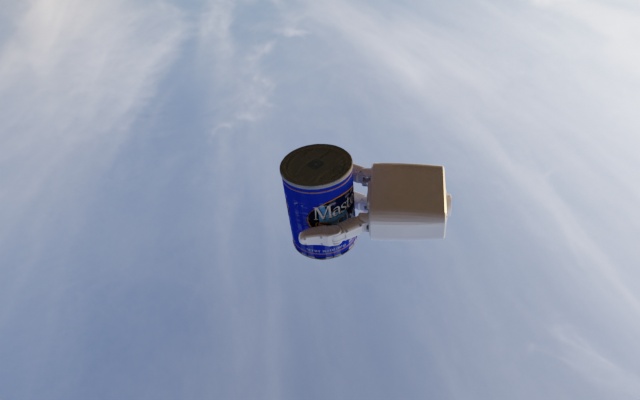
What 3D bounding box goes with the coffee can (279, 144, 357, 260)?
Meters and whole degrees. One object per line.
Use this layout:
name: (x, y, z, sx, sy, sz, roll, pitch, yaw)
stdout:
coffee can: (0.000, 0.002, 0.706, 0.103, 0.140, 0.102, -4, 39, 3)
